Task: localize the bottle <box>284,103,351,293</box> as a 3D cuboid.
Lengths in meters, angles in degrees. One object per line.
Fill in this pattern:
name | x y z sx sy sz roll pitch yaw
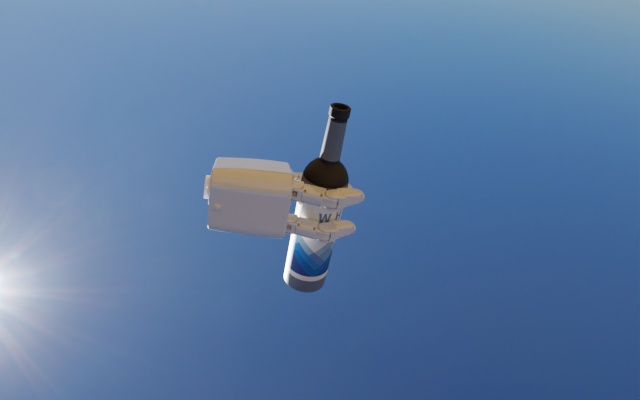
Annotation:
bottle | 0.000 0.002 0.689 0.069 0.296 0.069 9 32 -5
